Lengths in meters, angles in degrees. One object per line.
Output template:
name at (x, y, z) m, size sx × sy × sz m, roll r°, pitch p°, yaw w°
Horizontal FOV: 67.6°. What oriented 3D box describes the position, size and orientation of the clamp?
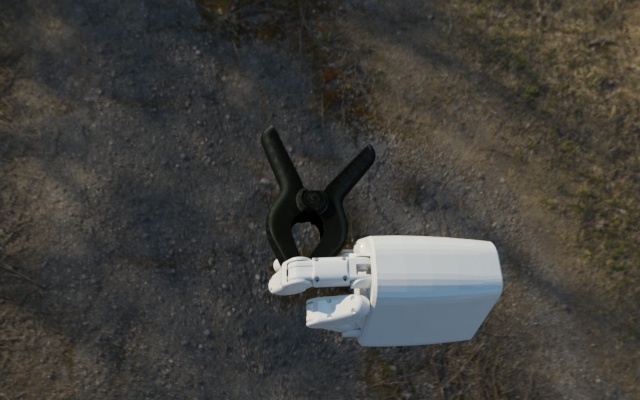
clamp at (0.000, 0.001, 0.470) m, size 0.120 × 0.171 × 0.039 m, roll 0°, pitch -25°, yaw -3°
